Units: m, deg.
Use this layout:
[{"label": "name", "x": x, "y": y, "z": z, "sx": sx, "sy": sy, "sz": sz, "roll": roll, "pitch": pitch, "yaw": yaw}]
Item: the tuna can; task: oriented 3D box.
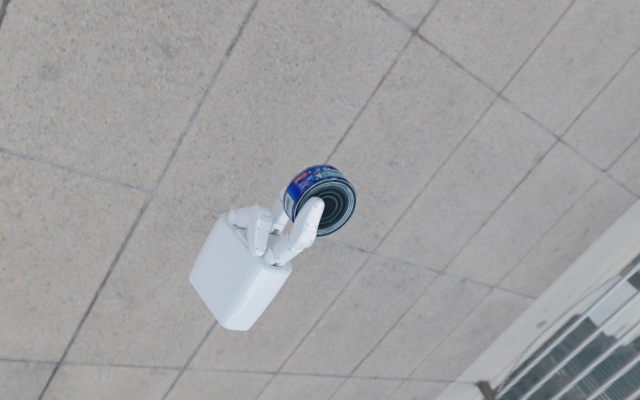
[{"label": "tuna can", "x": 0.000, "y": 0.002, "z": 0.576, "sx": 0.086, "sy": 0.086, "sz": 0.033, "roll": 0, "pitch": 31, "yaw": -29}]
